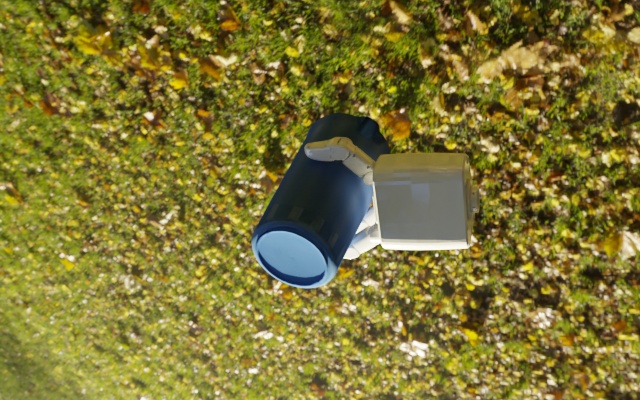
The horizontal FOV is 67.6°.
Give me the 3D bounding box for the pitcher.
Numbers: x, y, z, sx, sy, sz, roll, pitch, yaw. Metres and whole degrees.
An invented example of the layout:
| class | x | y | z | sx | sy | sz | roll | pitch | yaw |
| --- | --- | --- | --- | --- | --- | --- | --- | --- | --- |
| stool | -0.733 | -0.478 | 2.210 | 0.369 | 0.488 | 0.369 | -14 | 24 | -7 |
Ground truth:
| class | x | y | z | sx | sy | sz | roll | pitch | yaw |
| --- | --- | --- | --- | --- | --- | --- | --- | --- | --- |
| pitcher | 0.000 | 0.002 | 0.644 | 0.145 | 0.149 | 0.242 | 0 | 37 | 24 |
